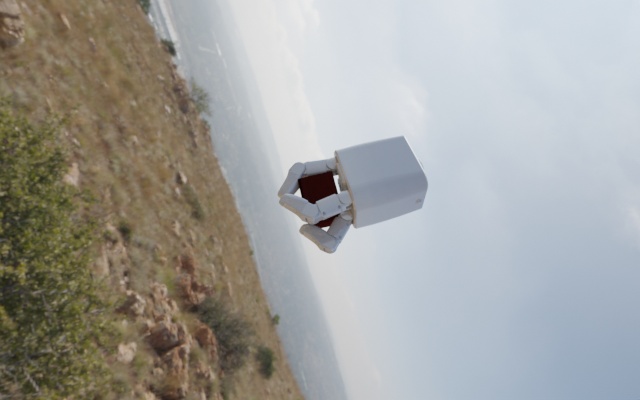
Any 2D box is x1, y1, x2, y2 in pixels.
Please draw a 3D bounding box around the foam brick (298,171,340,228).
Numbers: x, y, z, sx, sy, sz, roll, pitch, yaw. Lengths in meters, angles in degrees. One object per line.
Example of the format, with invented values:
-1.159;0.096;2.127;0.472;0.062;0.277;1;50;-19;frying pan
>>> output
0.000;0.002;0.698;0.051;0.053;0.078;-13;-25;-2;foam brick
